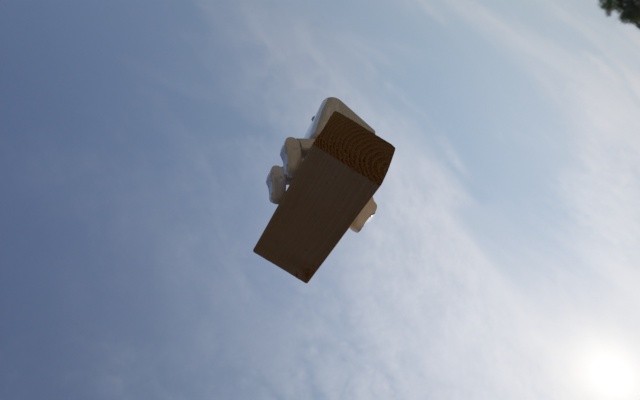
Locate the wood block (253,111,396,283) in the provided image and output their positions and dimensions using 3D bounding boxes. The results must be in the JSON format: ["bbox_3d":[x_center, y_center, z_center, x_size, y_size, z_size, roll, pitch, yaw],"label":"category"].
[{"bbox_3d":[0.000,0.002,0.619,0.091,0.206,0.090,31,41,-2],"label":"wood block"}]
